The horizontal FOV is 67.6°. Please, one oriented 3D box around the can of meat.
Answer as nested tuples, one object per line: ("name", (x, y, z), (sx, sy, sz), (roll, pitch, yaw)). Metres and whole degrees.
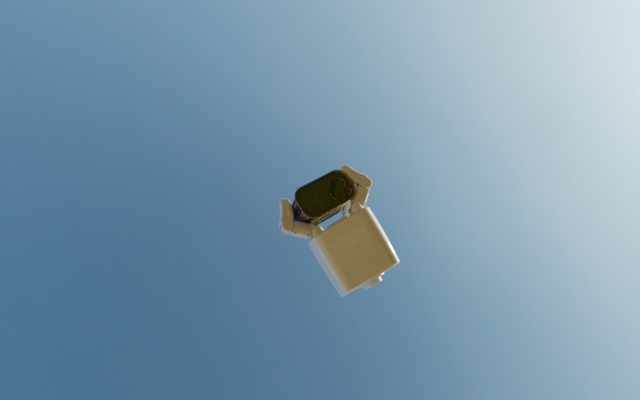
("can of meat", (0.000, 0.003, 0.810), (0.102, 0.057, 0.084), (-28, -12, -21))
